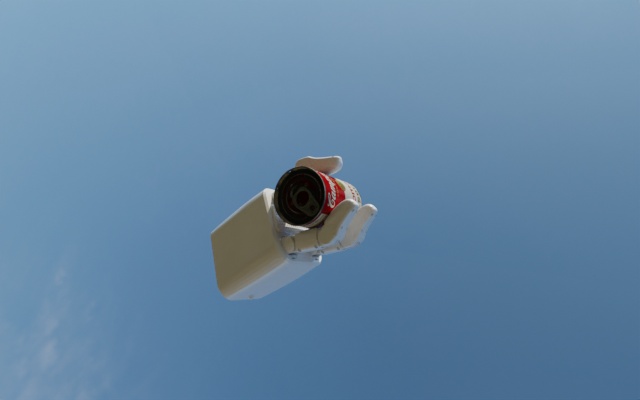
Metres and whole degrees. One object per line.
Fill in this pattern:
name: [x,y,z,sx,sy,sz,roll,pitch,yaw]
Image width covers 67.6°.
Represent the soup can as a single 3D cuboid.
soup can: [0.001,0.002,0.576,0.068,0.068,0.102,0,-8,30]
